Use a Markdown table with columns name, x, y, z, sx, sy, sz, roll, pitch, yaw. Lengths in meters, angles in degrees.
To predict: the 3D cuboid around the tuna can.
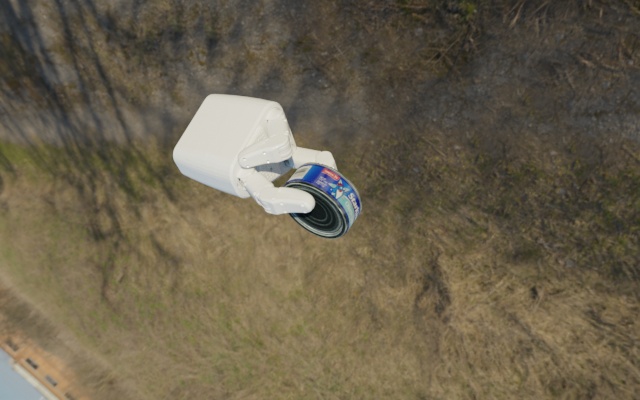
| name | x | y | z | sx | sy | sz | roll | pitch | yaw |
| --- | --- | --- | --- | --- | --- | --- | --- | --- | --- |
| tuna can | 0.000 | 0.002 | 0.522 | 0.086 | 0.086 | 0.033 | 0 | 42 | 43 |
